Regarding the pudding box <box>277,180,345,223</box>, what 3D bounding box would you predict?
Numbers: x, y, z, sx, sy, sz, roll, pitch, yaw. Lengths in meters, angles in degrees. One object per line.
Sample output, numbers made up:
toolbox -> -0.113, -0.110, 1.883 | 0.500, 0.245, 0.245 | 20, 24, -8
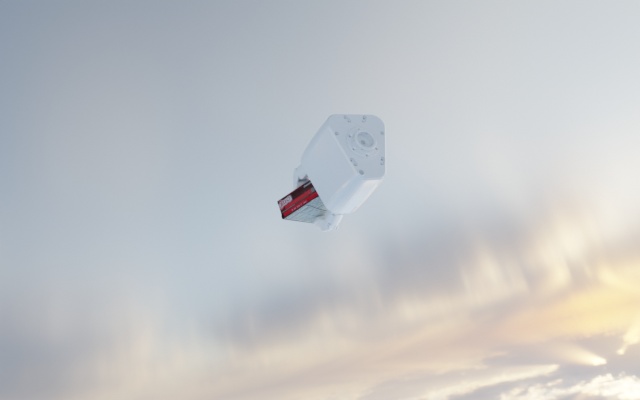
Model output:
pudding box -> 0.000, 0.003, 0.783 | 0.090, 0.039, 0.113 | -31, -28, 33
